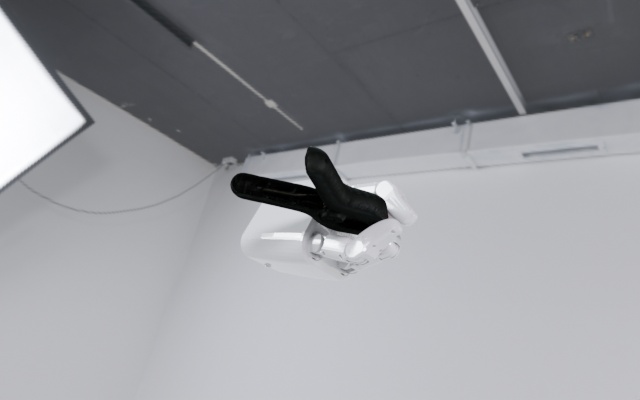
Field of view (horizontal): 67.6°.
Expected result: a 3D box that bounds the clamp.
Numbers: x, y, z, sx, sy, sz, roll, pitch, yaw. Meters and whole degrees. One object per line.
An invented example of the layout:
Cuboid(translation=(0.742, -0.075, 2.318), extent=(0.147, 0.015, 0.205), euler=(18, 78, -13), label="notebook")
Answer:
Cuboid(translation=(0.000, 0.001, 0.469), extent=(0.120, 0.039, 0.171), euler=(-2, -25, 40), label="clamp")
